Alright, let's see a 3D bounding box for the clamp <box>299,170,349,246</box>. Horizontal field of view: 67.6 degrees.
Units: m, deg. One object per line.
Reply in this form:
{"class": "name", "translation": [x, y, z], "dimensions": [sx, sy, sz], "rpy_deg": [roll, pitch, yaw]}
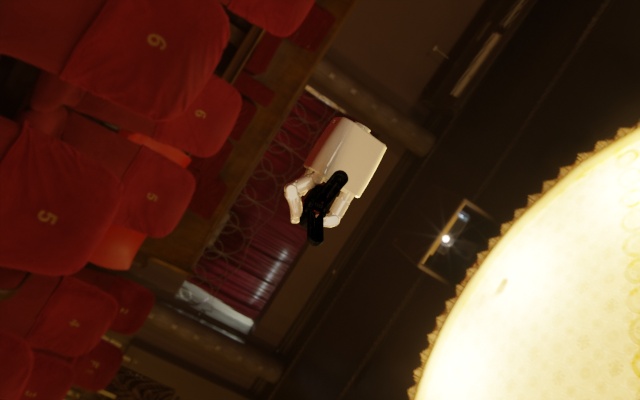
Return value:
{"class": "clamp", "translation": [0.001, 0.003, 0.780], "dimensions": [0.039, 0.120, 0.171], "rpy_deg": [30, 2, -15]}
